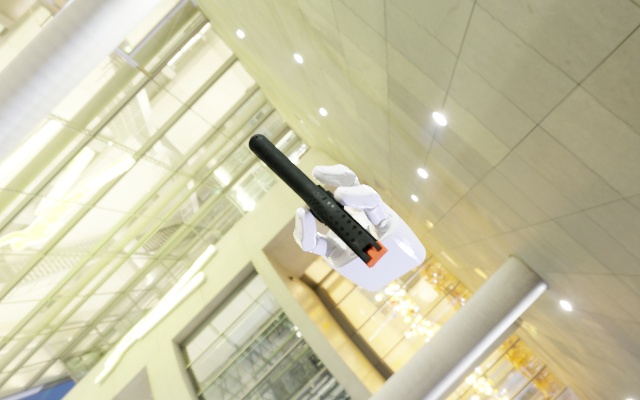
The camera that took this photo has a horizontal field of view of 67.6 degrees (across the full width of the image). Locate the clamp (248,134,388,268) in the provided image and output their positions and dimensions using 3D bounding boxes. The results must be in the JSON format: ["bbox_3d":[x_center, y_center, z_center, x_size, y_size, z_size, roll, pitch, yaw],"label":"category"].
[{"bbox_3d":[0.000,0.003,0.578,0.165,0.036,0.210,39,5,-44],"label":"clamp"}]
